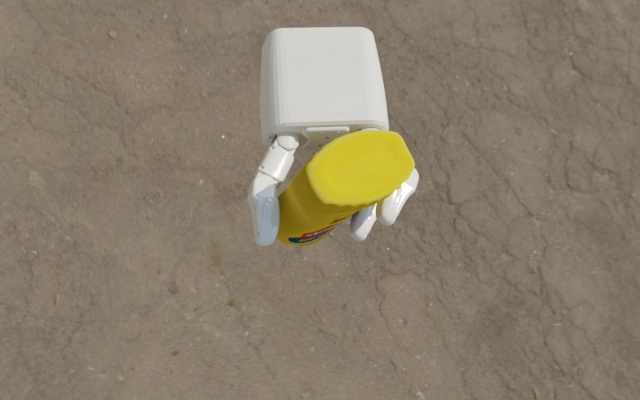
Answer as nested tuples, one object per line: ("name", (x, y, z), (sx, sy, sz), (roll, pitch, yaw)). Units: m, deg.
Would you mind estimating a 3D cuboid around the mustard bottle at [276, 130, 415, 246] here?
("mustard bottle", (0.000, 0.002, 0.445), (0.096, 0.058, 0.192), (-24, -7, -27))
